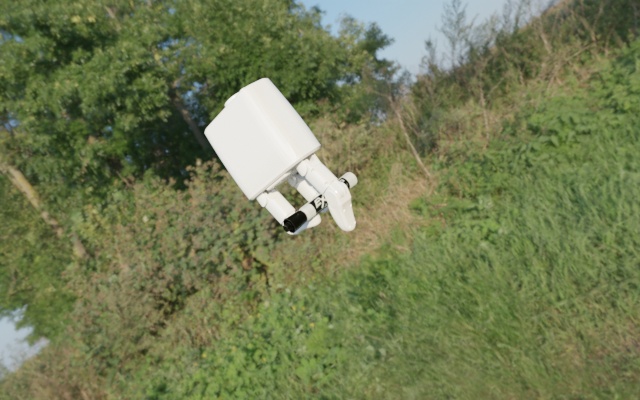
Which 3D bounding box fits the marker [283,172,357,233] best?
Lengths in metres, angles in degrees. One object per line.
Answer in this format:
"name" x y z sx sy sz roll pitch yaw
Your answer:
"marker" 0.000 0.002 0.560 0.020 0.020 0.121 0 29 47
